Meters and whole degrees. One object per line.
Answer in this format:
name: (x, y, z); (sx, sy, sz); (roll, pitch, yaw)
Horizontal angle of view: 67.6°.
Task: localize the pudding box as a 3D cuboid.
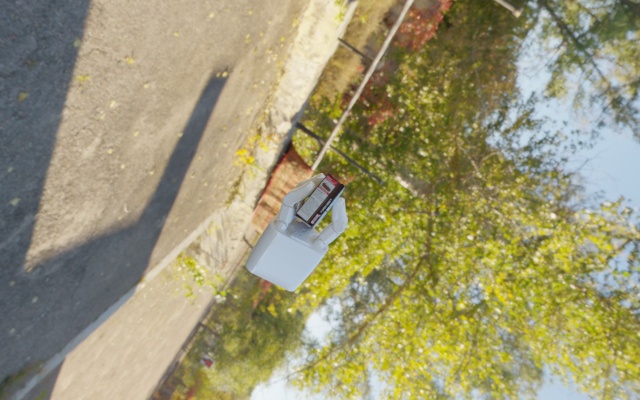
pudding box: (0.000, 0.003, 0.810); (0.039, 0.090, 0.113); (38, -2, 1)
